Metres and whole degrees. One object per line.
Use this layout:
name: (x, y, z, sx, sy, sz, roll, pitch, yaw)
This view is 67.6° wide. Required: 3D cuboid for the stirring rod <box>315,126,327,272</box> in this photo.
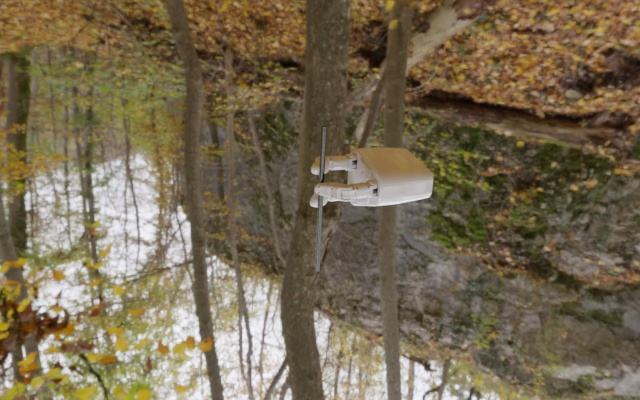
stirring rod: (0.000, 0.002, 0.759, 0.011, 0.240, 0.011, 2, 18, -1)
